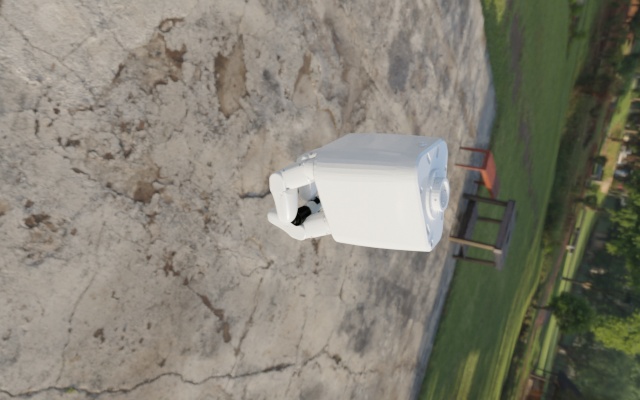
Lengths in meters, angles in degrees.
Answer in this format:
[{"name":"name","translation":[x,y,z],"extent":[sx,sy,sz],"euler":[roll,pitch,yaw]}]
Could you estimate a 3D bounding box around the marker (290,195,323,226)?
[{"name":"marker","translation":[0.000,0.002,0.578],"extent":[0.020,0.020,0.121],"euler":[0,20,33]}]
